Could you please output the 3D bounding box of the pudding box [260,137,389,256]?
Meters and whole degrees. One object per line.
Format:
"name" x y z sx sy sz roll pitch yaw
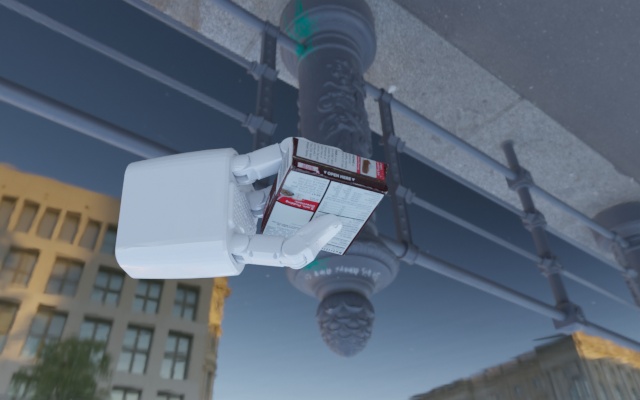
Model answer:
"pudding box" 0.000 0.002 0.443 0.090 0.039 0.114 14 -38 -13
